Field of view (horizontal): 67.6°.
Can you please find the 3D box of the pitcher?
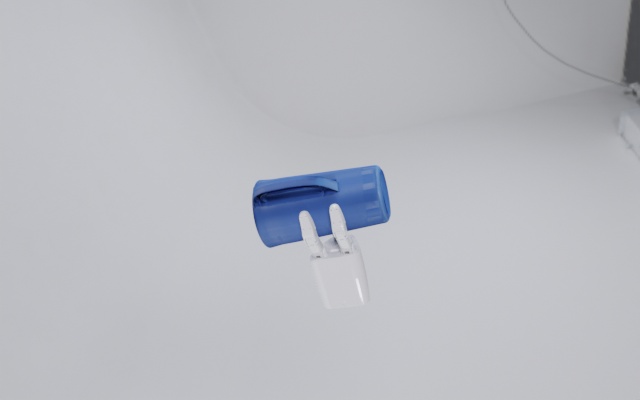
[{"bbox_3d":[0.000,0.003,0.887,0.243,0.145,0.149,-10,17,14],"label":"pitcher"}]
